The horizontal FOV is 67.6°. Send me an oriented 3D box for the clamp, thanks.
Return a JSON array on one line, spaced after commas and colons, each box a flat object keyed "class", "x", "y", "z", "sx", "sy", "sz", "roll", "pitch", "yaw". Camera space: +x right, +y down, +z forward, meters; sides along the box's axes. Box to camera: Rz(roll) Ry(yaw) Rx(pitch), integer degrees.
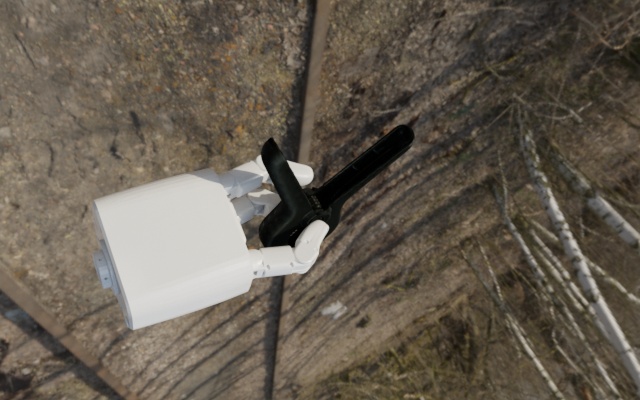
[{"class": "clamp", "x": 0.000, "y": 0.003, "z": 0.488, "sx": 0.164, "sy": 0.036, "sz": 0.210, "roll": -14, "pitch": -31, "yaw": -28}]
